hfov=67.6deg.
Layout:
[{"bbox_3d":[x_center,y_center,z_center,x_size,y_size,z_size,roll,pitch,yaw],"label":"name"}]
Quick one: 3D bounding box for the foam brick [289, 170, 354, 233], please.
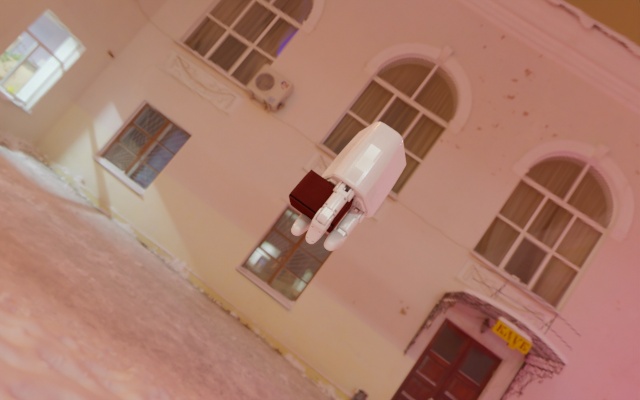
[{"bbox_3d":[0.000,0.002,0.697,0.078,0.051,0.053,36,-14,7],"label":"foam brick"}]
